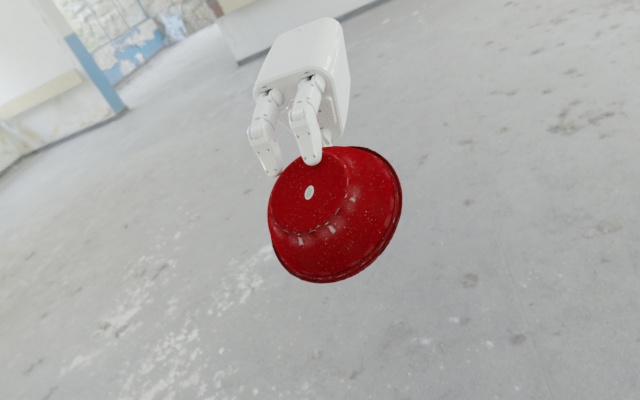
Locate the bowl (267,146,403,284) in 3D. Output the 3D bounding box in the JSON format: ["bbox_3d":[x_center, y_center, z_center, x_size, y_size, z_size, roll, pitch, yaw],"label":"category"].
[{"bbox_3d":[0.000,0.003,0.497,0.162,0.162,0.055,0,-24,33],"label":"bowl"}]
